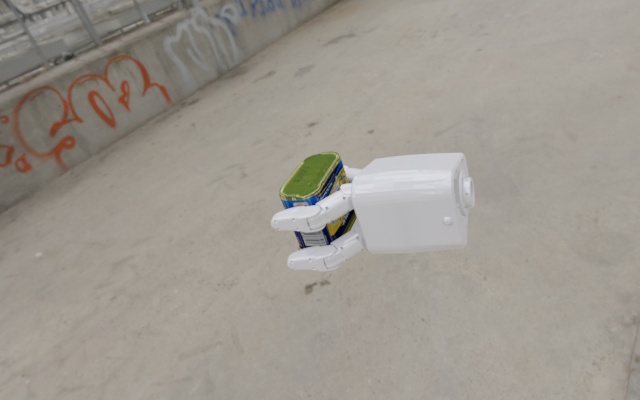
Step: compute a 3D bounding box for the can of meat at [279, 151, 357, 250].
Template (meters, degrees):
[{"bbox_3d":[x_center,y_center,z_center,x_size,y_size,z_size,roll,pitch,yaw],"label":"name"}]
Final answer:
[{"bbox_3d":[0.000,0.002,0.567,0.057,0.084,0.102,-2,34,27],"label":"can of meat"}]
